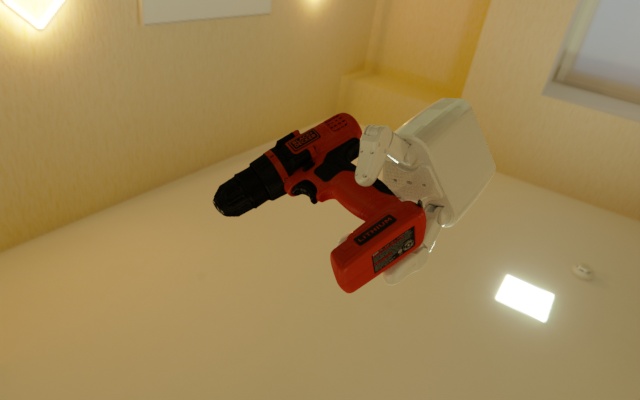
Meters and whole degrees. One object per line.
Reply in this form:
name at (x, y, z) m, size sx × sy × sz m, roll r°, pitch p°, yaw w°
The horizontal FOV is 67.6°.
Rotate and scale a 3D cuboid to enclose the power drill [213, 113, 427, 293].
power drill at (0.001, 0.002, 0.490) m, size 0.184 × 0.187 × 0.057 m, roll -33°, pitch -36°, yaw -10°
